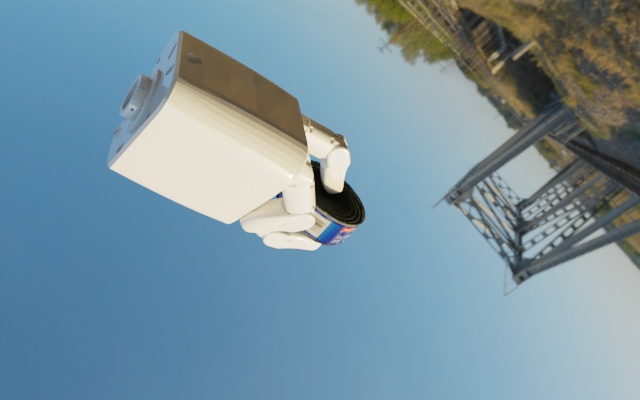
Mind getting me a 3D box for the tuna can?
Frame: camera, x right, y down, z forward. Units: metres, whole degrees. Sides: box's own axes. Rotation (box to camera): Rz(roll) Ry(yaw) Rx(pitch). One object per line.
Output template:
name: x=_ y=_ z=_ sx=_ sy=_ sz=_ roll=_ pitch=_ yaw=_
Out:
tuna can: x=0.000 y=0.002 z=0.462 sx=0.034 sy=0.086 sz=0.086 roll=-48 pitch=-26 yaw=26
